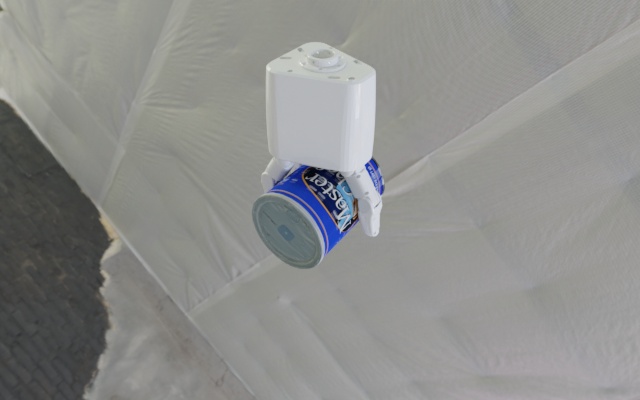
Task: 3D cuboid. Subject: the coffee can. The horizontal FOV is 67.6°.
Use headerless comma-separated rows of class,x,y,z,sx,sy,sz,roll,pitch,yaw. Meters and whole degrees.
coffee can,0.000,0.002,0.589,0.103,0.103,0.140,0,31,43
